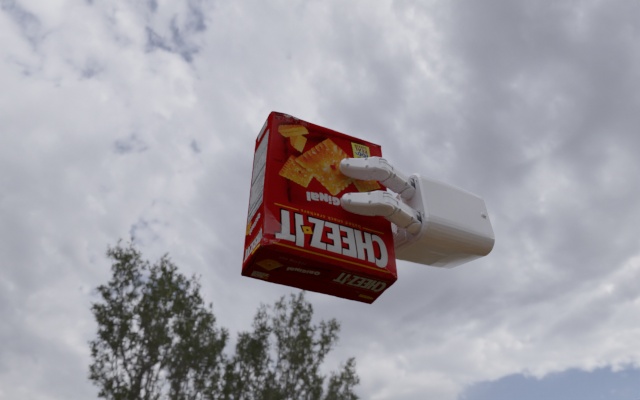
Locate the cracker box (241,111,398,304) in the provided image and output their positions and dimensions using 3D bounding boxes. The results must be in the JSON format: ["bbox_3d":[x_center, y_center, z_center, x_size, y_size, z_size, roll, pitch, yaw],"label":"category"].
[{"bbox_3d":[0.000,0.002,0.582,0.164,0.213,0.072,16,-43,-19],"label":"cracker box"}]
